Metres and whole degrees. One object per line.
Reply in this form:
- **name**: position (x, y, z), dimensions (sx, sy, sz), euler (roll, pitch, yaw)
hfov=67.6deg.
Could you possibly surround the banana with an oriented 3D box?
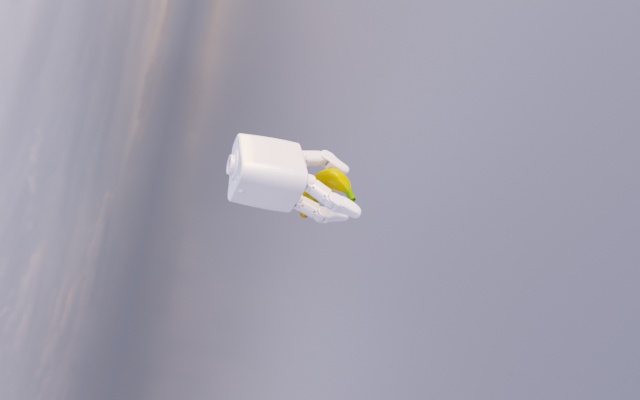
- **banana**: position (0.002, -0.016, 0.852), dimensions (0.037, 0.069, 0.198), euler (7, -13, -24)
